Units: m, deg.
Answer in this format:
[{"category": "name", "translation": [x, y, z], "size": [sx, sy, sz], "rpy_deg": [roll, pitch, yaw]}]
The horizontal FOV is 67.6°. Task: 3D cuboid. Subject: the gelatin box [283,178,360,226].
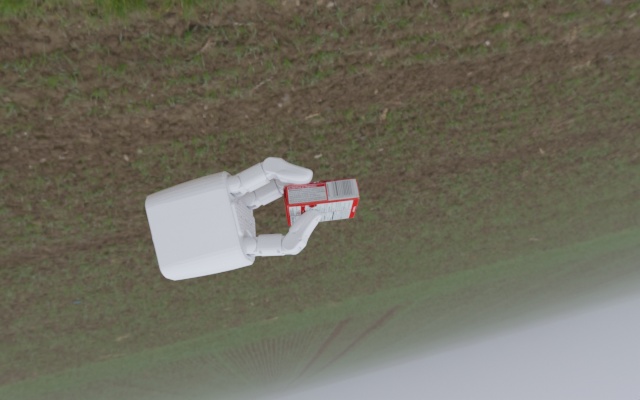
[{"category": "gelatin box", "translation": [0.000, 0.002, 0.590], "size": [0.089, 0.030, 0.073], "rpy_deg": [-6, -20, -4]}]
